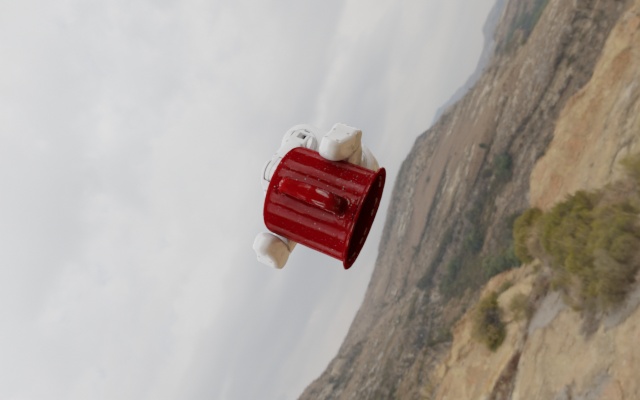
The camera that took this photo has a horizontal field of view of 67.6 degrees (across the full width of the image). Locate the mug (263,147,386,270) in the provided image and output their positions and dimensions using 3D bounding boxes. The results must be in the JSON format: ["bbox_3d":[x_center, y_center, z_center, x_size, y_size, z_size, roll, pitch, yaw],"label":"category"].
[{"bbox_3d":[-0.001,0.001,0.405,0.081,0.093,0.117,21,0,15],"label":"mug"}]
